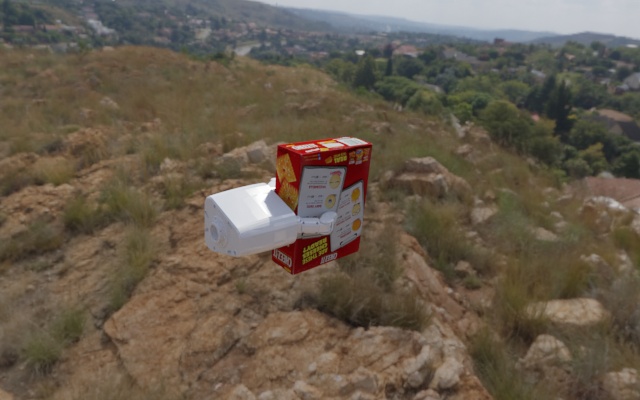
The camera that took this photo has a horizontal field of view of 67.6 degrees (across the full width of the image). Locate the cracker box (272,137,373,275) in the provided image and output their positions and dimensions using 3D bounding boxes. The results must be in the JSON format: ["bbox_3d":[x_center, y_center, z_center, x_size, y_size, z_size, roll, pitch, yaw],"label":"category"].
[{"bbox_3d":[0.000,0.003,0.835,0.164,0.214,0.072,-14,29,-40],"label":"cracker box"}]
